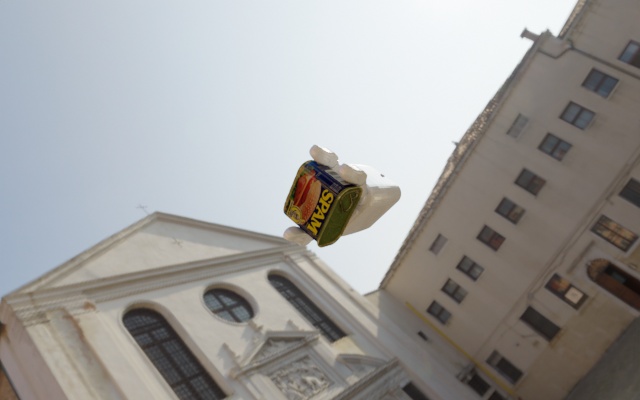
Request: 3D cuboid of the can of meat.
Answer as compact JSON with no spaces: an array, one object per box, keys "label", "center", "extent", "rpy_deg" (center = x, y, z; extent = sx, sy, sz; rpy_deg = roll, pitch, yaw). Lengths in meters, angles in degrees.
[{"label":"can of meat","center":[0.000,0.002,0.695],"extent":[0.084,0.102,0.057],"rpy_deg":[39,28,28]}]
